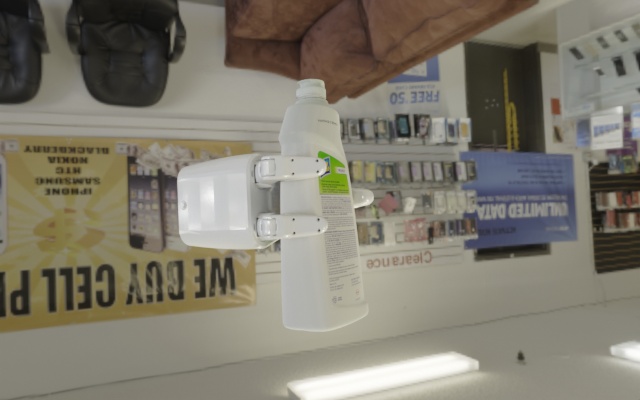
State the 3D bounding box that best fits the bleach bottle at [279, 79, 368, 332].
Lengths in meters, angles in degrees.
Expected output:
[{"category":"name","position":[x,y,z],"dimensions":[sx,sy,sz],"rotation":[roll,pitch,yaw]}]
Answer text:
[{"category":"bleach bottle","position":[0.000,0.002,0.503],"dimensions":[0.068,0.251,0.102],"rotation":[-4,-2,31]}]
